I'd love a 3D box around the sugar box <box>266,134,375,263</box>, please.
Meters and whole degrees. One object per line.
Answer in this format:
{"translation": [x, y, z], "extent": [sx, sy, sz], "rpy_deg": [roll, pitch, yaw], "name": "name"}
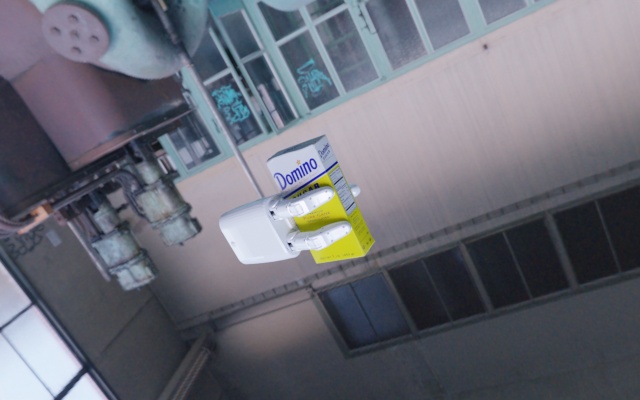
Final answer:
{"translation": [0.000, 0.003, 0.688], "extent": [0.093, 0.176, 0.048], "rpy_deg": [-15, 20, 37], "name": "sugar box"}
